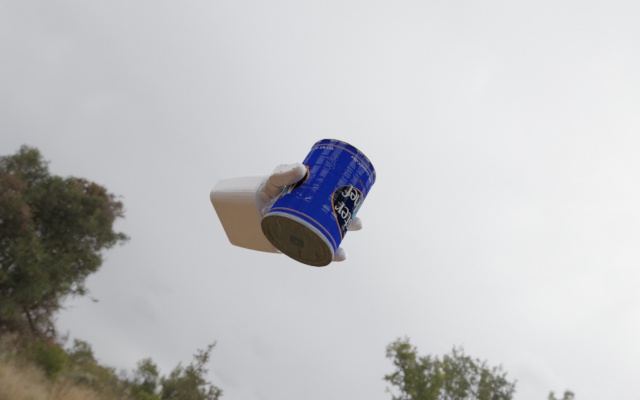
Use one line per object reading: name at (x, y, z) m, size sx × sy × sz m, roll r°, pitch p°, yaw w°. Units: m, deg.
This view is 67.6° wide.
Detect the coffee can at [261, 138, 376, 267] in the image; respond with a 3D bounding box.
coffee can at (0.000, 0.002, 0.635) m, size 0.103 × 0.140 × 0.103 m, roll 22°, pitch -32°, yaw 15°
